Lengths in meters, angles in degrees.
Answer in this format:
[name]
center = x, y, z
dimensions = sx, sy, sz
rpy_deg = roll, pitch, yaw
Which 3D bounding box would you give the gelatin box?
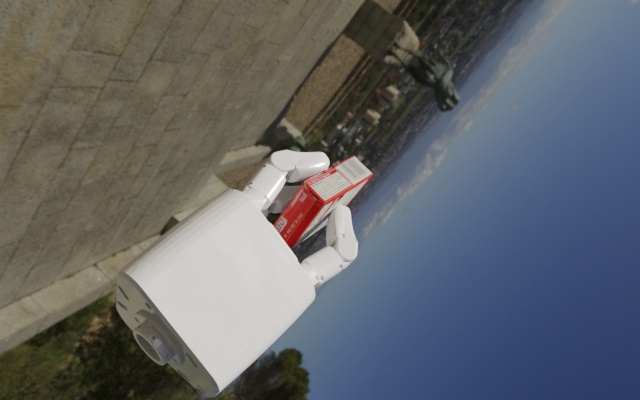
[gelatin box]
center = 0.001, 0.002, 0.450
dimensions = 0.089, 0.030, 0.073
rpy_deg = -31, -16, -49
